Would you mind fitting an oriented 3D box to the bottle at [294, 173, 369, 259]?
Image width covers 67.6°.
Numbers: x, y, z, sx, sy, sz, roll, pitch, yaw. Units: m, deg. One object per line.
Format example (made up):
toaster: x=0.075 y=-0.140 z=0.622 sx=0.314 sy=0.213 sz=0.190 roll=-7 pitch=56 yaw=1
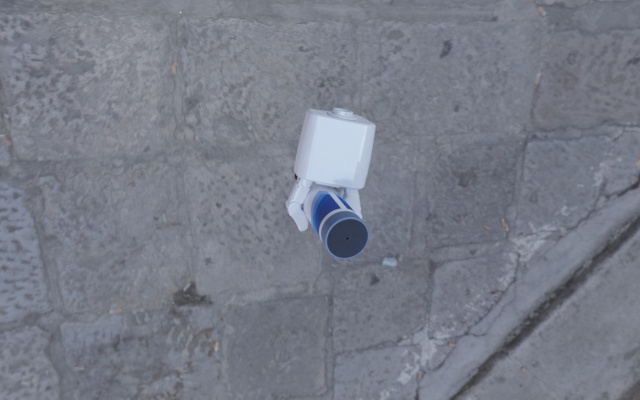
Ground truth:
bottle: x=0.000 y=0.003 z=0.814 sx=0.069 sy=0.069 sz=0.295 roll=0 pitch=21 yaw=-16
